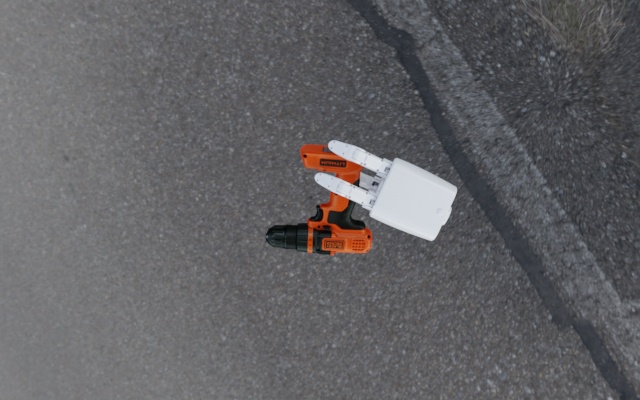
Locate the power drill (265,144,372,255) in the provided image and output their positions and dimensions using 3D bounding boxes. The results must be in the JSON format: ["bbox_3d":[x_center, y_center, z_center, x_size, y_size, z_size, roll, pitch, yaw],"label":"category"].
[{"bbox_3d":[0.000,0.002,0.802,0.184,0.188,0.057,2,24,-3],"label":"power drill"}]
